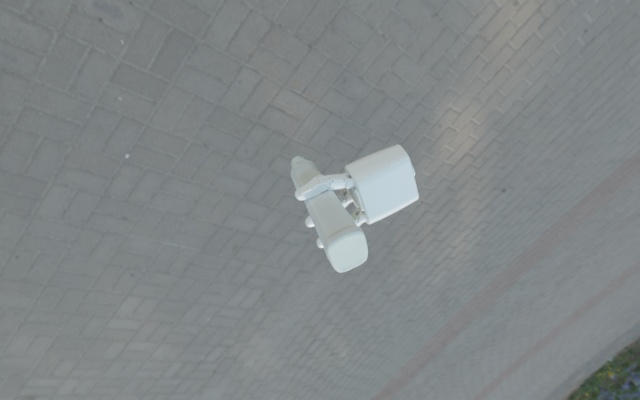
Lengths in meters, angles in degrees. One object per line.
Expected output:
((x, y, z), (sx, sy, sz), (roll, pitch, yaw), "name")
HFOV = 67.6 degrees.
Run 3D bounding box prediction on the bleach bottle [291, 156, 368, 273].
((0.000, 0.003, 0.848), (0.068, 0.250, 0.103), (-25, -40, -5), "bleach bottle")
